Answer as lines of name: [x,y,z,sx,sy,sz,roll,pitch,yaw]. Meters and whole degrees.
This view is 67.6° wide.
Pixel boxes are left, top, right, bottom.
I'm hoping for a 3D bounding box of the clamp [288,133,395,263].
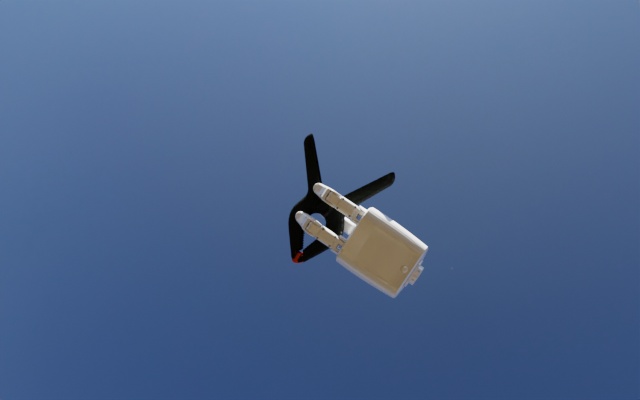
clamp: [0.000,0.003,0.785,0.164,0.210,0.036,34,2,15]
